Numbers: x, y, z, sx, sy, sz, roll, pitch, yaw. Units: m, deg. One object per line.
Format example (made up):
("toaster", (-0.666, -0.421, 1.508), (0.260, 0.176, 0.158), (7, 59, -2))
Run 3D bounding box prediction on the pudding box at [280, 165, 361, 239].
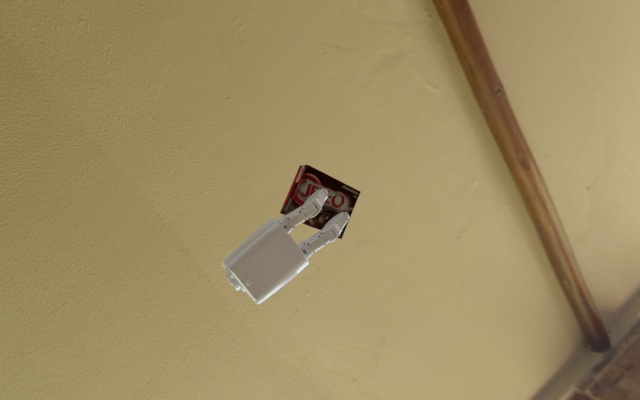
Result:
("pudding box", (0.000, 0.003, 0.802), (0.113, 0.090, 0.039), (25, -6, -25))
